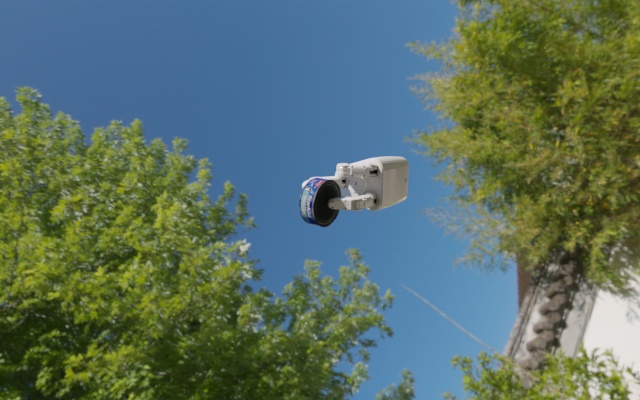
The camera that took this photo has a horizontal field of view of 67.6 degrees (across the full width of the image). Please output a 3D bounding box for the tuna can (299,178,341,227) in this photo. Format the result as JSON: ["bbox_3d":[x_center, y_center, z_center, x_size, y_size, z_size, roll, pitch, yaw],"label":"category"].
[{"bbox_3d":[0.000,0.003,0.852,0.034,0.086,0.086,12,7,35],"label":"tuna can"}]
